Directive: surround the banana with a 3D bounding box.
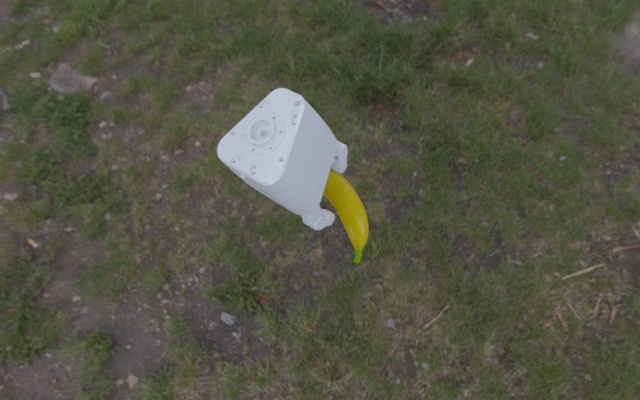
[{"bbox_3d":[0.014,-0.007,0.685,0.070,0.197,0.037,-45,-25,23],"label":"banana"}]
